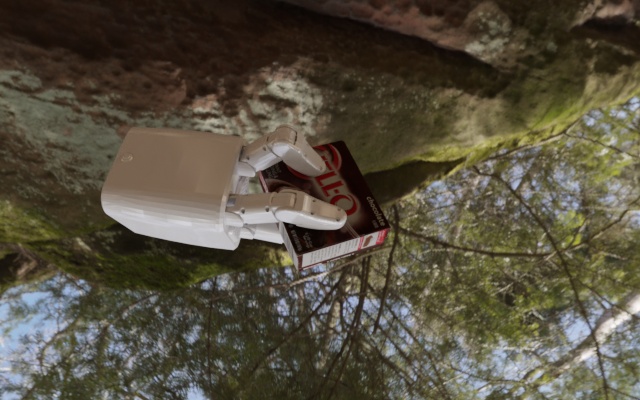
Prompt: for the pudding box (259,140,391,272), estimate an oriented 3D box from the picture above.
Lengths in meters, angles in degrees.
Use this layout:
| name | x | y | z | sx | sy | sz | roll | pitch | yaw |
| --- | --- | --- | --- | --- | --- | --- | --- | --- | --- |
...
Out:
| name | x | y | z | sx | sy | sz | roll | pitch | yaw |
| --- | --- | --- | --- | --- | --- | --- | --- | --- | --- |
| pudding box | 0.000 | 0.002 | 0.448 | 0.090 | 0.113 | 0.039 | -16 | -30 | -15 |
